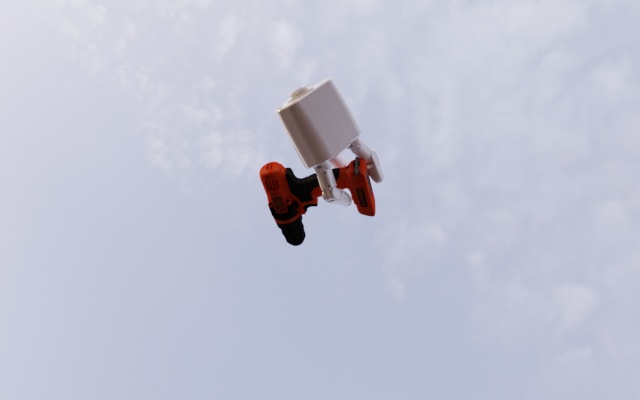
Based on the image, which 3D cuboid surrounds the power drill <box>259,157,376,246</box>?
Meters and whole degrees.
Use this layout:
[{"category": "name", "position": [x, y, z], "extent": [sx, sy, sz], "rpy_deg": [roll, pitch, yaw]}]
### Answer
[{"category": "power drill", "position": [0.001, 0.002, 0.850], "extent": [0.187, 0.185, 0.057], "rpy_deg": [-9, 39, 11]}]
